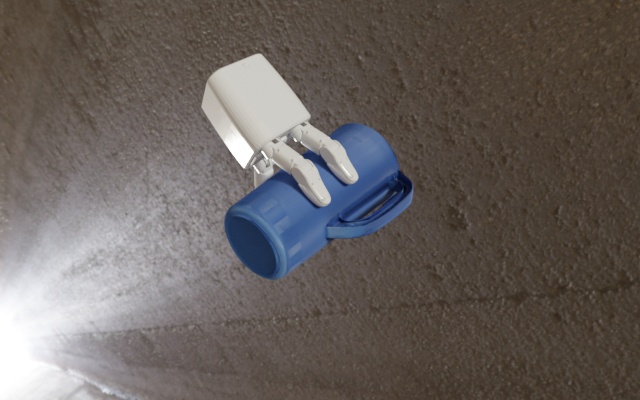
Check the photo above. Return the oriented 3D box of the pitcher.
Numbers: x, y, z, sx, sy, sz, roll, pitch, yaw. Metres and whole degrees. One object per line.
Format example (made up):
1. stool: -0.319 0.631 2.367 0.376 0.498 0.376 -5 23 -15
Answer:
1. pitcher: 0.000 0.002 0.645 0.242 0.145 0.149 -37 4 -38
